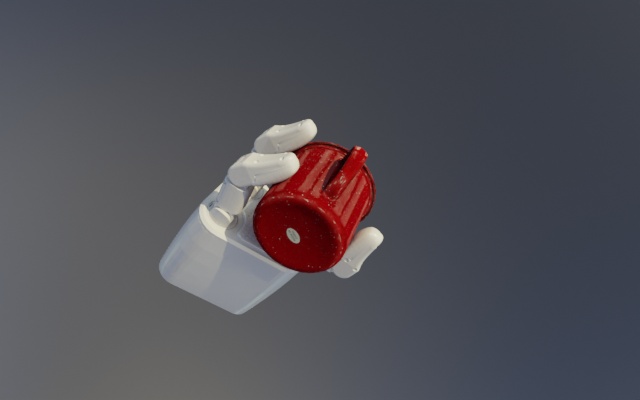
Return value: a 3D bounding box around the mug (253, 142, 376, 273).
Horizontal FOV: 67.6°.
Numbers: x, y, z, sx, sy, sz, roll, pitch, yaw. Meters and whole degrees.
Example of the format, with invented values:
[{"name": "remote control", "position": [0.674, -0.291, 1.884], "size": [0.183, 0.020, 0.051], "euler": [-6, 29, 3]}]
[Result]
[{"name": "mug", "position": [0.001, 0.001, 0.405], "size": [0.117, 0.093, 0.081], "euler": [-45, 8, 37]}]
